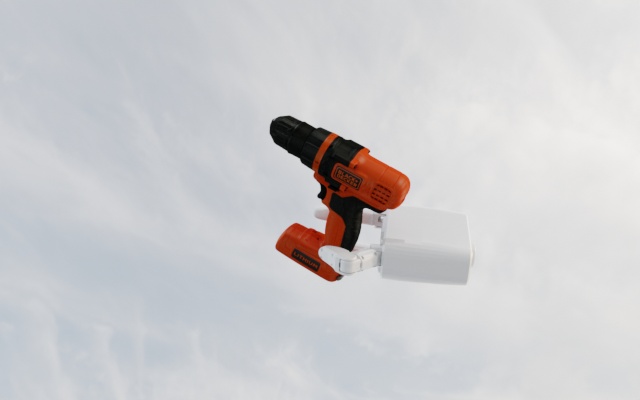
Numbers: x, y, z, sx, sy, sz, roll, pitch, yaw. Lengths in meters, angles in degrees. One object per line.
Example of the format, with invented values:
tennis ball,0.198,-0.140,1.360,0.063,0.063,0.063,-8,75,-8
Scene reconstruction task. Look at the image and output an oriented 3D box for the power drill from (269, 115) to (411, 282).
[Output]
power drill,0.000,0.002,0.603,0.184,0.188,0.057,31,40,13
